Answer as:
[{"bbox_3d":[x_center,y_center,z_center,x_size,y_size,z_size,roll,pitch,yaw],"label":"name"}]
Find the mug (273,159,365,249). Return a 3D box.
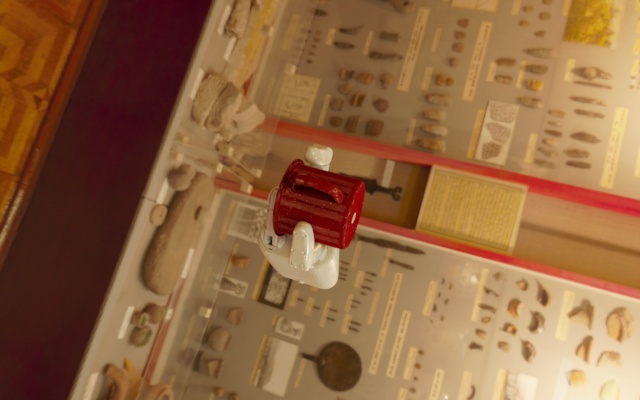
[{"bbox_3d":[0.000,0.001,0.530,0.081,0.093,0.117,15,-23,14],"label":"mug"}]
